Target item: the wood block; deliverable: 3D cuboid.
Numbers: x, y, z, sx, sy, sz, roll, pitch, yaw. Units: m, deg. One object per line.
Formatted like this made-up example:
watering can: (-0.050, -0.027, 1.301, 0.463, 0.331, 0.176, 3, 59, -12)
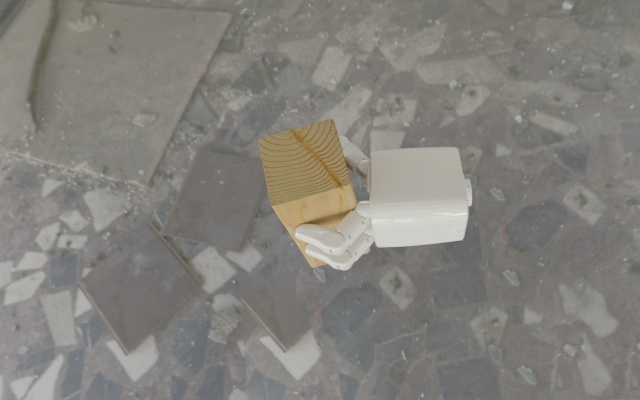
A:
wood block: (0.000, 0.002, 0.602, 0.090, 0.090, 0.206, -16, -28, 4)
